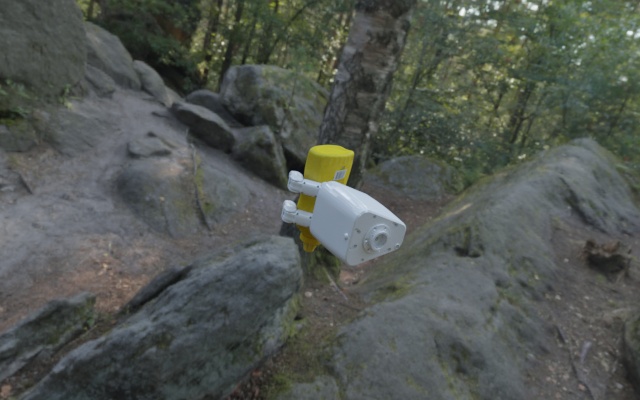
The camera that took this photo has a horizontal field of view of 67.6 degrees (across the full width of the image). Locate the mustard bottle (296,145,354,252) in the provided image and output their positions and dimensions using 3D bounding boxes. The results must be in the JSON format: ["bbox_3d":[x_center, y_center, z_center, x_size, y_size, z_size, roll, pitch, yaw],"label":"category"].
[{"bbox_3d":[0.000,0.002,0.828,0.058,0.192,0.096,25,23,29],"label":"mustard bottle"}]
